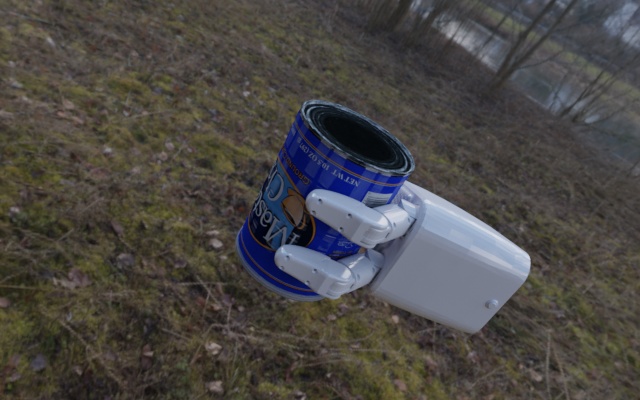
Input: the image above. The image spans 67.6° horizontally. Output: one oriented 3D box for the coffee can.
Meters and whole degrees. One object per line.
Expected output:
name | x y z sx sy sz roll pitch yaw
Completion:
coffee can | 0.000 0.001 0.410 0.103 0.140 0.102 23 28 -13
